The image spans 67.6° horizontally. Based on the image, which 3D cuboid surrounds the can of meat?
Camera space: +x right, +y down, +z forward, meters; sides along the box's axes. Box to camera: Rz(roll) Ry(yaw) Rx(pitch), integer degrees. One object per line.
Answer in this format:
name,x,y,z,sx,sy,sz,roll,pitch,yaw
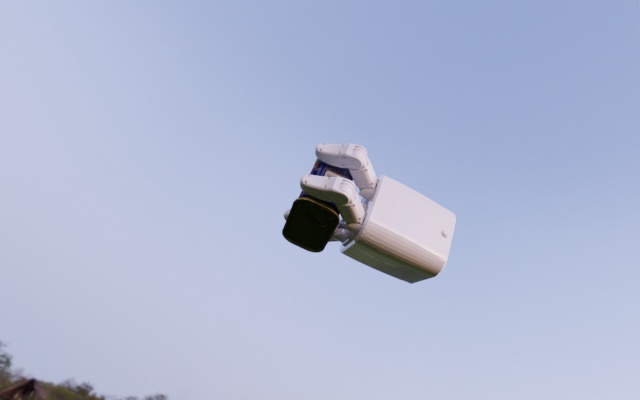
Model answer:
can of meat,0.000,0.002,0.590,0.057,0.084,0.102,25,-36,0
